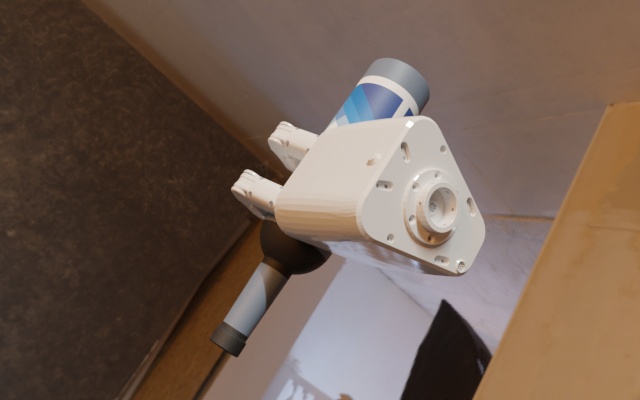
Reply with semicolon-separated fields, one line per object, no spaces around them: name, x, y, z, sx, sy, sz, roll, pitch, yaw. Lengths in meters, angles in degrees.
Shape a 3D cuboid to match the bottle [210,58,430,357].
bottle;0.000;0.001;0.425;0.069;0.295;0.069;30;-18;11
